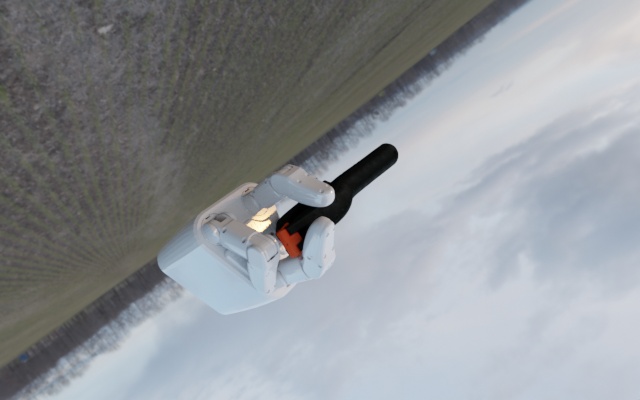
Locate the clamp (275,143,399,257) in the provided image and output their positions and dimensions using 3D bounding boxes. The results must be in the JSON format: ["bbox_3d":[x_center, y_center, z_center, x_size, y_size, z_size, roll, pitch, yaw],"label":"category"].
[{"bbox_3d":[0.000,0.002,0.487,0.120,0.039,0.171,-30,8,46],"label":"clamp"}]
